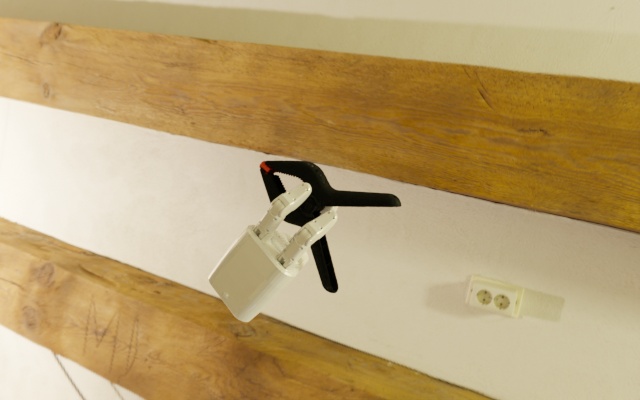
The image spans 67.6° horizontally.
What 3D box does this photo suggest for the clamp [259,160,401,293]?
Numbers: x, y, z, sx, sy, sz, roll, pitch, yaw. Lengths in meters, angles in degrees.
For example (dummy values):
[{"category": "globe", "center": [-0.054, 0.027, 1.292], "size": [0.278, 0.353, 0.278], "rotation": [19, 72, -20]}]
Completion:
[{"category": "clamp", "center": [0.000, 0.002, 0.676], "size": [0.210, 0.164, 0.036], "rotation": [47, 17, 17]}]
